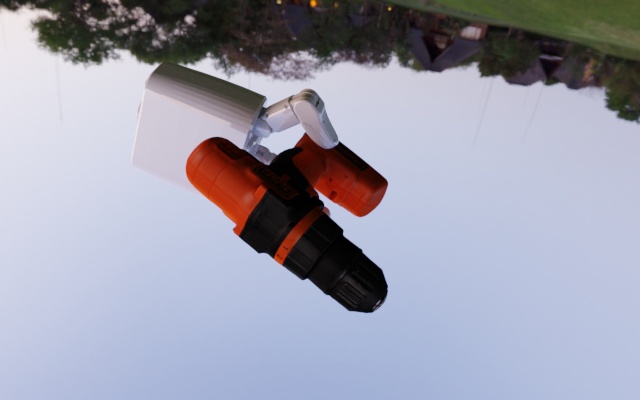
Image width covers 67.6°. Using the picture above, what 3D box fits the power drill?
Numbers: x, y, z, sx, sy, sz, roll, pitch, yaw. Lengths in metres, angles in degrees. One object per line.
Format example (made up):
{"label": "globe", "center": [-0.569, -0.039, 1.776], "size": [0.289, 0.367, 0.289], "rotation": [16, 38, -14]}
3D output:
{"label": "power drill", "center": [0.000, 0.001, 0.423], "size": [0.184, 0.057, 0.187], "rotation": [40, 24, 8]}
